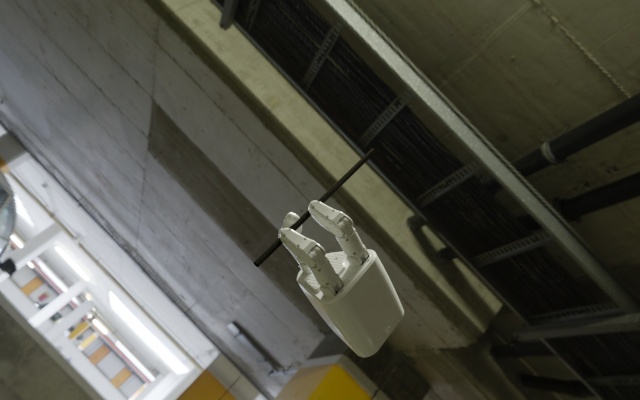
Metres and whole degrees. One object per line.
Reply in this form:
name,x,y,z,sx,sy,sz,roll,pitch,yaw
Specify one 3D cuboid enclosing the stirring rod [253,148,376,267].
stirring rod,0.000,0.002,0.614,0.239,0.011,0.011,-44,25,-30
